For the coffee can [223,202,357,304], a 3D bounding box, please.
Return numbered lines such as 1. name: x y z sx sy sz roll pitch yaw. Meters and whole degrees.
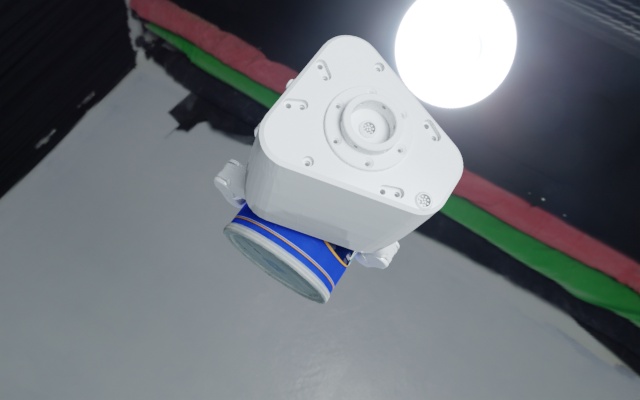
1. coffee can: 0.000 0.002 0.412 0.103 0.140 0.103 31 -19 12
